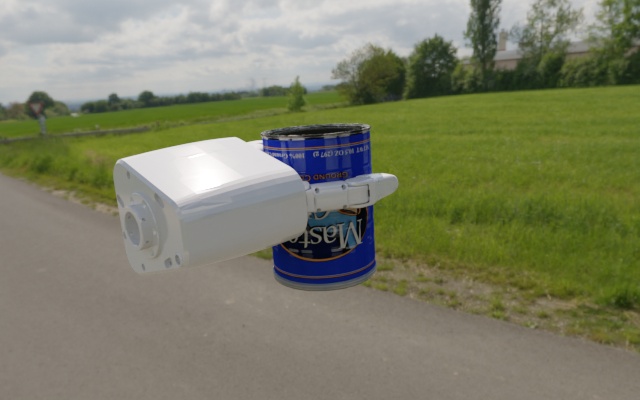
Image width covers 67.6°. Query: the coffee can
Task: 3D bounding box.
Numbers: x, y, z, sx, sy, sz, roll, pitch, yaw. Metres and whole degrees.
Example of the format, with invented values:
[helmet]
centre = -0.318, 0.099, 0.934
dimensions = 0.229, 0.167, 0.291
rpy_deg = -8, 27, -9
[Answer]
[coffee can]
centre = 0.000, 0.002, 0.458
dimensions = 0.103, 0.140, 0.102
rpy_deg = -4, 14, 1
